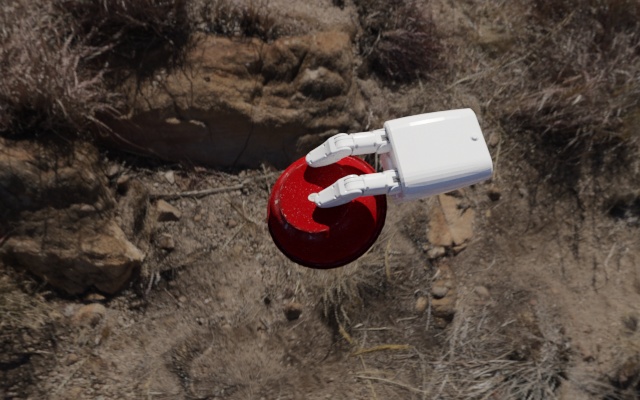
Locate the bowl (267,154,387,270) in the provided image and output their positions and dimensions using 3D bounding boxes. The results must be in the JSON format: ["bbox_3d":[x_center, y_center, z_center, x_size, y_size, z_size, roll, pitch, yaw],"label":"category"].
[{"bbox_3d":[-0.001,0.002,0.597,0.162,0.162,0.055,0,-18,15],"label":"bowl"}]
